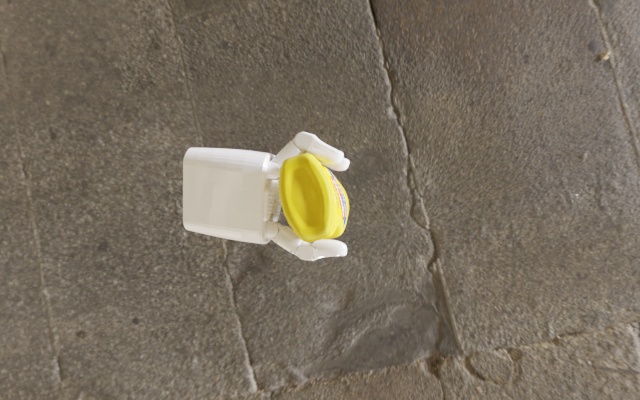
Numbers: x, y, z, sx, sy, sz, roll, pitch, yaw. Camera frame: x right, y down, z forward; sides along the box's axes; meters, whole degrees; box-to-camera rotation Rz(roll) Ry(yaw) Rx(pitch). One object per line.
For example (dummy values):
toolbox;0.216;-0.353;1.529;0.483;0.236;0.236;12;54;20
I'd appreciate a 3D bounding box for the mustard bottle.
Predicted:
mustard bottle;0.000;0.002;0.604;0.058;0.096;0.191;-17;-6;9
